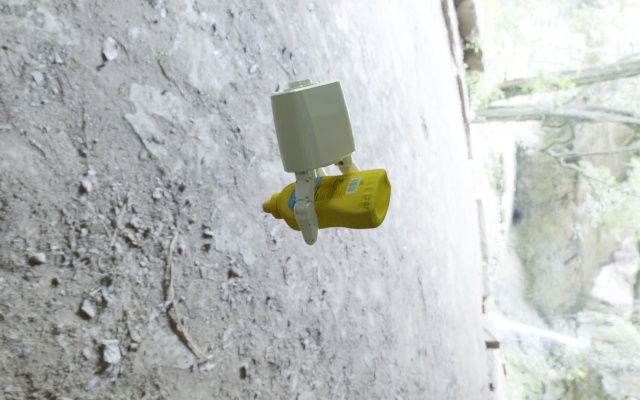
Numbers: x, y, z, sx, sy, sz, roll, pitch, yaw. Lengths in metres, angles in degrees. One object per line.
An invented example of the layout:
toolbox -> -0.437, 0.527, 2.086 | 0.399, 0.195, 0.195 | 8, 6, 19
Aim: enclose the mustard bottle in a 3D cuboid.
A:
mustard bottle -> 0.000, 0.003, 0.688 | 0.191, 0.058, 0.096 | -5, 41, 27
